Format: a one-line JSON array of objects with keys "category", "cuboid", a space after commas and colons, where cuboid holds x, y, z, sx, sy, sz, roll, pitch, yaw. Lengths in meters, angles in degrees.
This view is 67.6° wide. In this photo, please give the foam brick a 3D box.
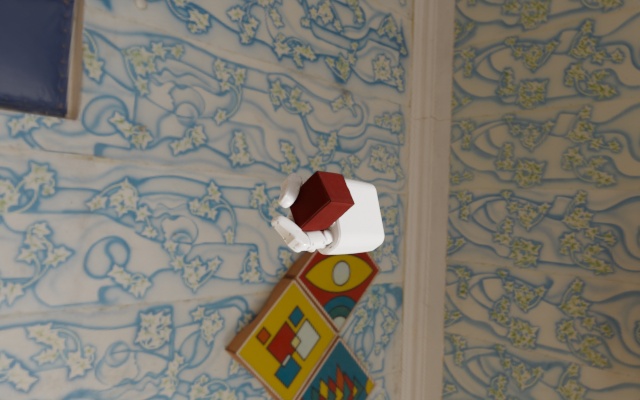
[{"category": "foam brick", "cuboid": [0.000, 0.002, 0.675, 0.051, 0.053, 0.078, 5, -36, -41]}]
